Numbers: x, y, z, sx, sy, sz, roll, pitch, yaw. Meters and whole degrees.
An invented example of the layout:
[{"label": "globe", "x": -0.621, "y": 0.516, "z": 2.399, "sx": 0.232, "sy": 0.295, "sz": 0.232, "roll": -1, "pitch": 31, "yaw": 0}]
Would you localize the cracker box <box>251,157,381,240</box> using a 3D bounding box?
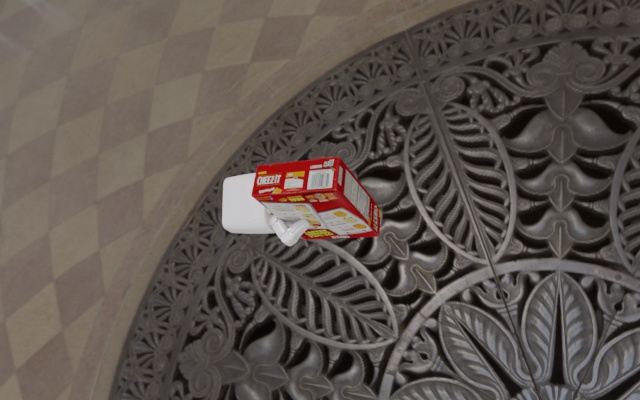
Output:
[{"label": "cracker box", "x": 0.000, "y": 0.003, "z": 0.883, "sx": 0.164, "sy": 0.072, "sz": 0.214, "roll": -4, "pitch": -26, "yaw": 26}]
